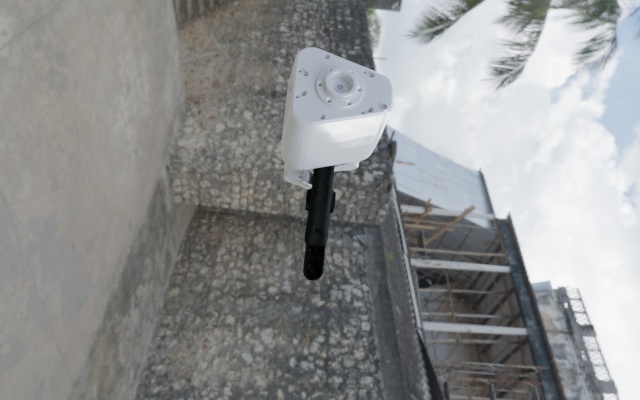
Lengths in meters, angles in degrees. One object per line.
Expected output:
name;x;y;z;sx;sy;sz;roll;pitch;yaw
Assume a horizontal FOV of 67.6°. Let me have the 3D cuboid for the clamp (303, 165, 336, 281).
clamp;0.001;0.002;0.573;0.039;0.171;0.120;6;-20;-6
